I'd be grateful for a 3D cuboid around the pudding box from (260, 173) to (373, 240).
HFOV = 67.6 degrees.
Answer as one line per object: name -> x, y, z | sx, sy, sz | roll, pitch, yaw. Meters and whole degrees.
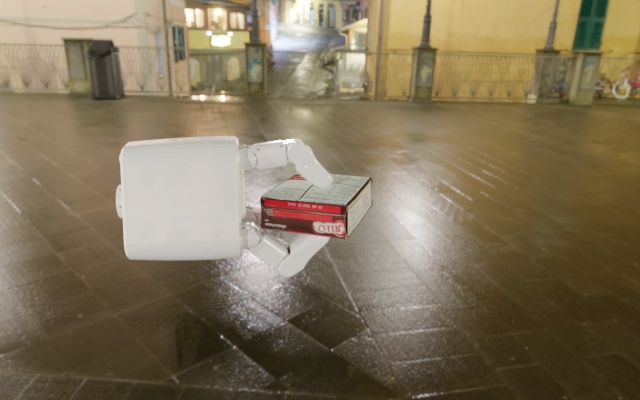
pudding box -> 0.000, 0.001, 0.498 | 0.090, 0.039, 0.113 | 7, 20, 17
